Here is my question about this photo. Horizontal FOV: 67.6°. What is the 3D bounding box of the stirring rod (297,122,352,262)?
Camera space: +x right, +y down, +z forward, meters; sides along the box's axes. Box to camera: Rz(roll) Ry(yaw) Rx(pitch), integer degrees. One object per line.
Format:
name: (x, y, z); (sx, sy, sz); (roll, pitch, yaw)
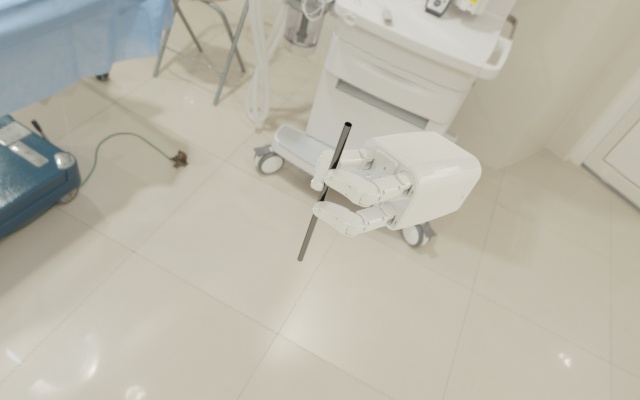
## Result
stirring rod: (0.000, 0.002, 0.568); (0.011, 0.011, 0.240); (0, -41, -18)
